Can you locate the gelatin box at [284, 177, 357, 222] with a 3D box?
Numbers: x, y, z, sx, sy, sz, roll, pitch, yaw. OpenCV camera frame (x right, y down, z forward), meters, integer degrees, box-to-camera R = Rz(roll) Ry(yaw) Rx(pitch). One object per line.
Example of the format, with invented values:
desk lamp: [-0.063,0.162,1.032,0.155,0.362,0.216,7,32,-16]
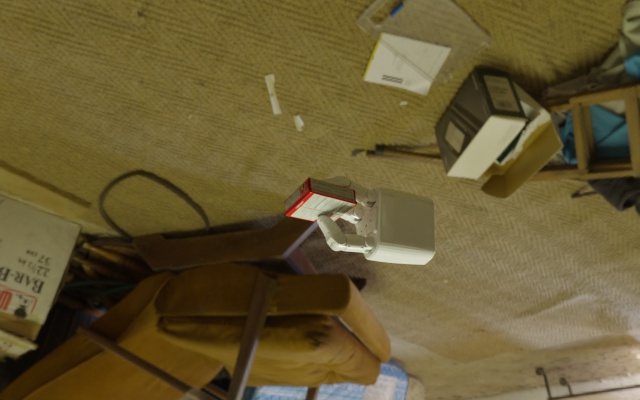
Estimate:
gelatin box: [0.000,0.003,0.739,0.089,0.030,0.073,13,-36,-32]
